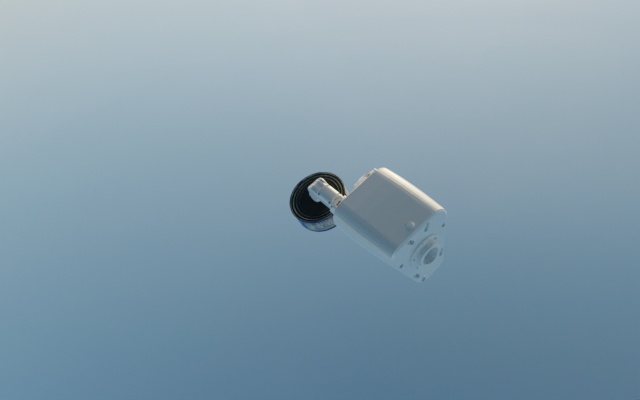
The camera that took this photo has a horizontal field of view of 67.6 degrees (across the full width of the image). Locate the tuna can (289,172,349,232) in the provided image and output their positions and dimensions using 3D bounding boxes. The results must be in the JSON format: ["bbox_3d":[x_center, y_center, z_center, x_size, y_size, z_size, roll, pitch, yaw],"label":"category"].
[{"bbox_3d":[0.000,0.003,0.700,0.086,0.086,0.034,0,-32,24],"label":"tuna can"}]
